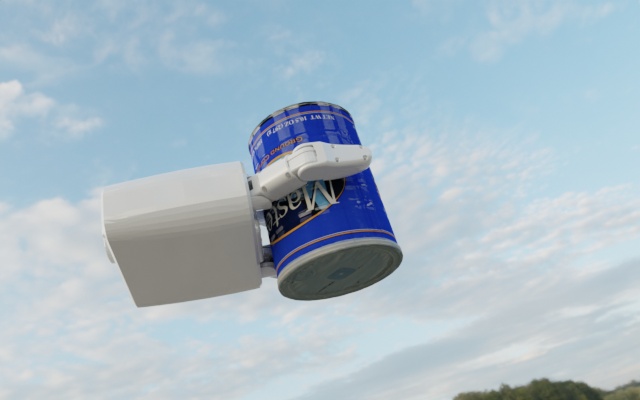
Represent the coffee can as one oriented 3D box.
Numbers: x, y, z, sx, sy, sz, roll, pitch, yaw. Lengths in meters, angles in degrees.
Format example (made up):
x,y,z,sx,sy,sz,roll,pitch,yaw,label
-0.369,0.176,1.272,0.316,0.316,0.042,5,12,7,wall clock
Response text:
x,y,z,sx,sy,sz,roll,pitch,yaw,label
0.000,0.001,0.412,0.103,0.140,0.103,-12,-29,-7,coffee can
